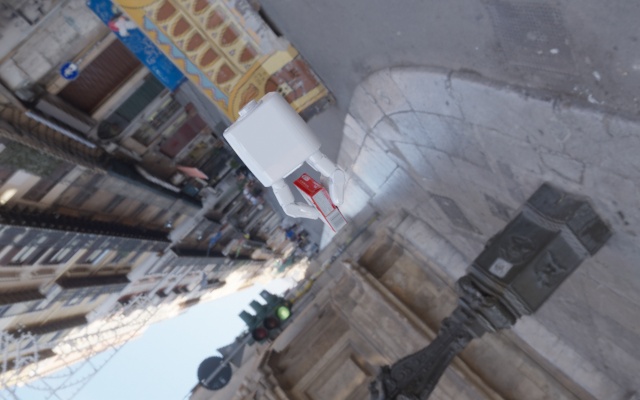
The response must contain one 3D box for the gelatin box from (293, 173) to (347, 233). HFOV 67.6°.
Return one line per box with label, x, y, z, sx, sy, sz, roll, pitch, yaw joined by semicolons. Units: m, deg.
gelatin box;0.000;0.003;0.800;0.030;0.089;0.073;-39;31;-7
